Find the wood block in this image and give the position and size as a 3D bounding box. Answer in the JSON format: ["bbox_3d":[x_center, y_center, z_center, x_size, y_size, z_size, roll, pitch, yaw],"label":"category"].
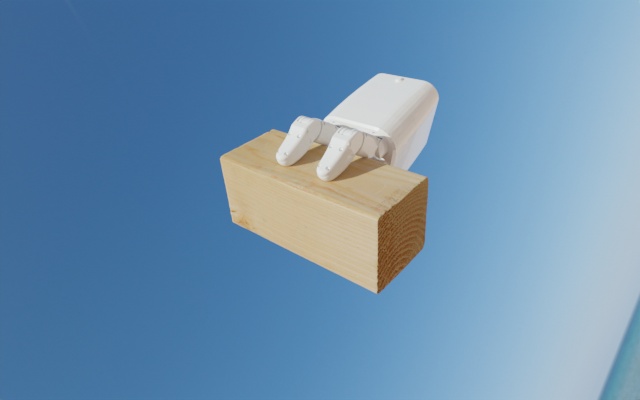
[{"bbox_3d":[0.000,0.002,0.510,0.206,0.091,0.090,22,42,35],"label":"wood block"}]
